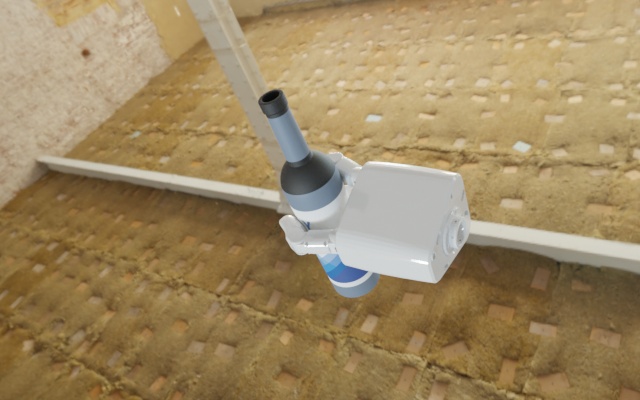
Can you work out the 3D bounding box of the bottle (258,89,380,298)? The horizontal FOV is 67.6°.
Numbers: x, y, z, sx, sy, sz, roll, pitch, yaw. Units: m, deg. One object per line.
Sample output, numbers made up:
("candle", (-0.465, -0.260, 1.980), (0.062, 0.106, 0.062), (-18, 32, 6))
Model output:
("bottle", (0.000, 0.002, 0.559), (0.069, 0.296, 0.069), (-15, 40, 13))
